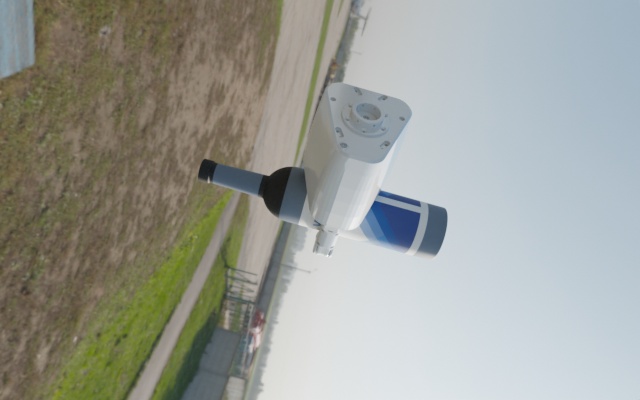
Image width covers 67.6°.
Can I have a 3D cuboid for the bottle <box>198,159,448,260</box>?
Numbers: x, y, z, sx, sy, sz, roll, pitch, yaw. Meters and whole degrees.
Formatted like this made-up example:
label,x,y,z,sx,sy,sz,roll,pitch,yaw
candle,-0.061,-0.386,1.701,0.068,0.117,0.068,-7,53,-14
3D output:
label,x,y,z,sx,sy,sz,roll,pitch,yaw
bottle,0.000,0.002,0.575,0.296,0.069,0.069,15,-1,-2
